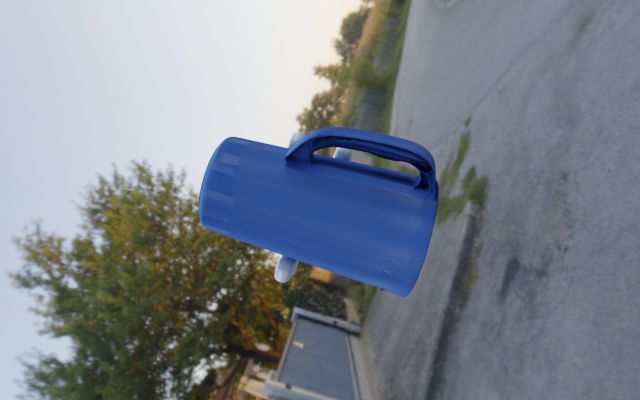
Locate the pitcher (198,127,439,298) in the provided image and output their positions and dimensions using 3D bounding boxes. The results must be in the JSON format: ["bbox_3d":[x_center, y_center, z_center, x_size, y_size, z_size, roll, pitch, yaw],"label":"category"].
[{"bbox_3d":[0.000,0.002,0.521,0.243,0.149,0.145,16,-8,2],"label":"pitcher"}]
